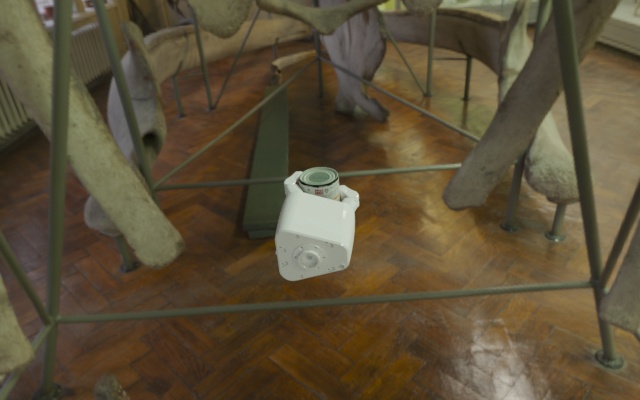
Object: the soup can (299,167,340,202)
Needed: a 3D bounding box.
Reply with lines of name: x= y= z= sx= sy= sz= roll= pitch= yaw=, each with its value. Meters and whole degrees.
soup can: x=0.000 y=0.002 z=0.814 sx=0.068 sy=0.102 sz=0.068 roll=-3 pitch=30 yaw=2
